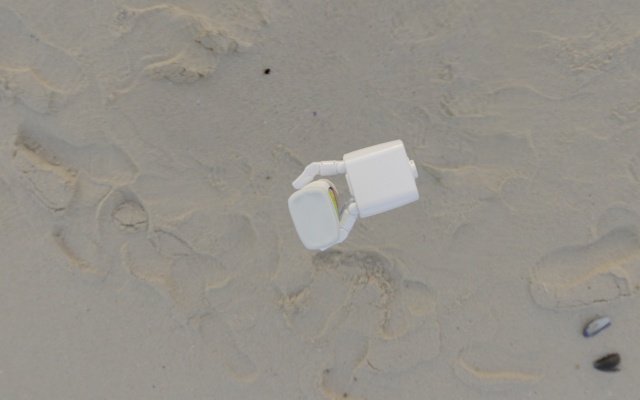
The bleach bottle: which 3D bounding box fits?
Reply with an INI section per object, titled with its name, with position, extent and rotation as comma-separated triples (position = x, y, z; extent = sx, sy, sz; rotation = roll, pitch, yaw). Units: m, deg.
[bleach bottle]
position = 0.000, 0.003, 0.854
extent = 0.068, 0.102, 0.250
rotation = -17, 11, 8
